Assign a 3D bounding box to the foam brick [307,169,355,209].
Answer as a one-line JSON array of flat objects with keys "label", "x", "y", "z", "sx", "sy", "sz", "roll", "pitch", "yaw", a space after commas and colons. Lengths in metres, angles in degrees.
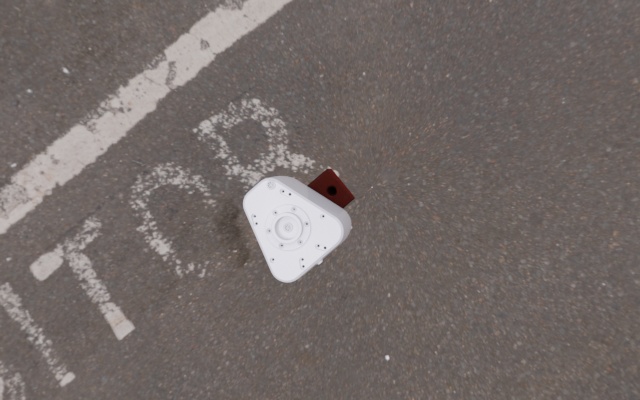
[{"label": "foam brick", "x": 0.000, "y": 0.002, "z": 0.626, "sx": 0.078, "sy": 0.053, "sz": 0.051, "roll": -41, "pitch": -3, "yaw": 5}]
